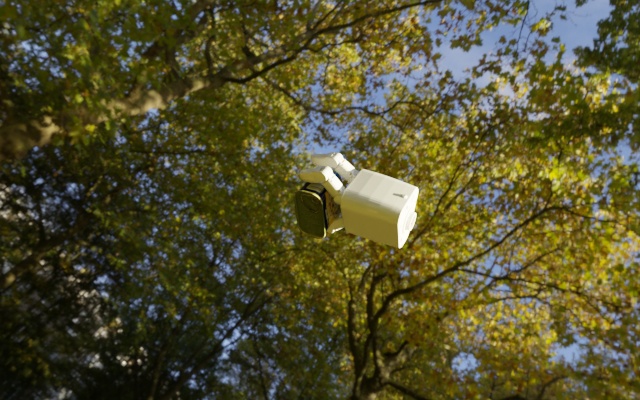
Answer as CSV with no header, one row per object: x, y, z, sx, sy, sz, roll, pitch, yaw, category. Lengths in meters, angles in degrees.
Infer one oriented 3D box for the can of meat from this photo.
0.000,0.003,0.858,0.057,0.102,0.084,15,43,25,can of meat
